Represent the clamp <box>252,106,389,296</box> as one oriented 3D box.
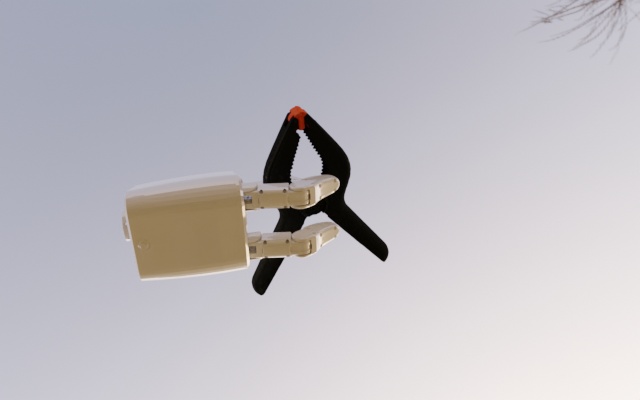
[{"bbox_3d":[0.000,0.001,0.522,0.164,0.210,0.036,-8,26,-15],"label":"clamp"}]
